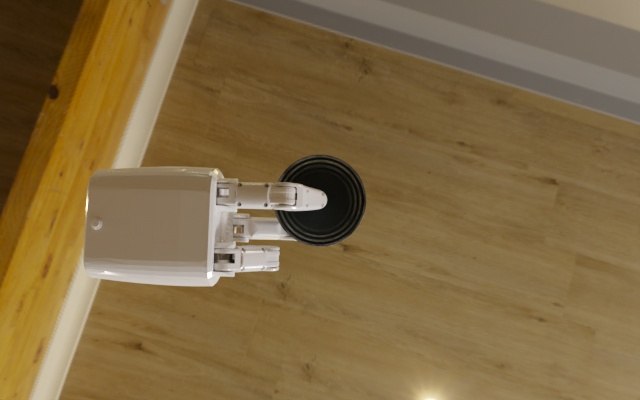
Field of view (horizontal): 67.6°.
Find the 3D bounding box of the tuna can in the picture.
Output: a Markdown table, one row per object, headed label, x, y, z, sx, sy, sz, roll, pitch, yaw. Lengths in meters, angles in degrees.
| label | x | y | z | sx | sy | sz | roll | pitch | yaw |
| --- | --- | --- | --- | --- | --- | --- | --- | --- | --- |
| tuna can | 0.000 | 0.002 | 0.456 | 0.086 | 0.086 | 0.034 | 0 | -6 | 3 |
